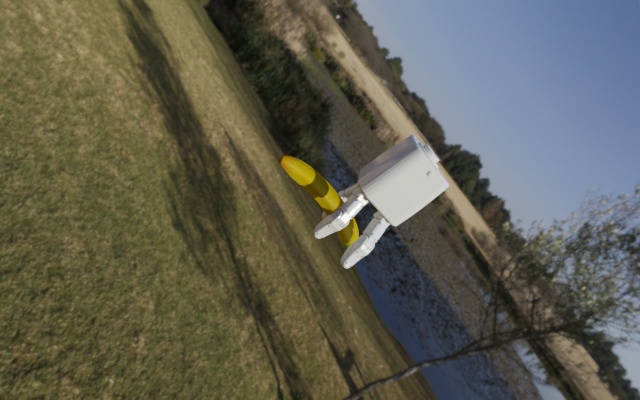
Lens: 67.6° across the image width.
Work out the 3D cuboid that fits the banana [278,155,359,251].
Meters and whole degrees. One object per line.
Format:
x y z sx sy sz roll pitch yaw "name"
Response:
0.007 0.000 0.770 0.037 0.198 0.069 -35 4 21 "banana"
